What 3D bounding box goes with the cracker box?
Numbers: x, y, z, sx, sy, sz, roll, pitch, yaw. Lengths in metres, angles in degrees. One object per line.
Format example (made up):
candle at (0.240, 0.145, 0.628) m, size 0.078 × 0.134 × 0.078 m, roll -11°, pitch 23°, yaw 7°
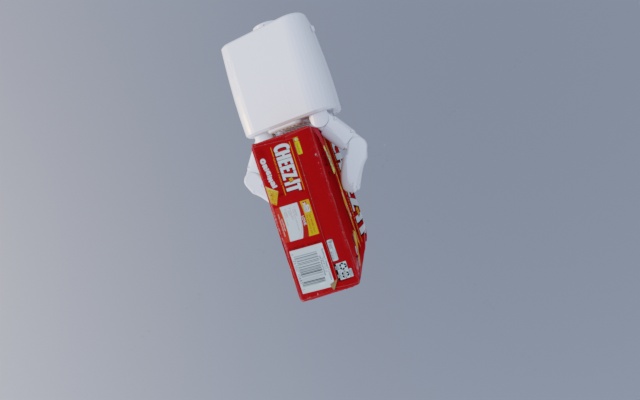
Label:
cracker box at (0.000, 0.002, 0.560) m, size 0.072 × 0.164 × 0.213 m, roll -17°, pitch 4°, yaw 9°
